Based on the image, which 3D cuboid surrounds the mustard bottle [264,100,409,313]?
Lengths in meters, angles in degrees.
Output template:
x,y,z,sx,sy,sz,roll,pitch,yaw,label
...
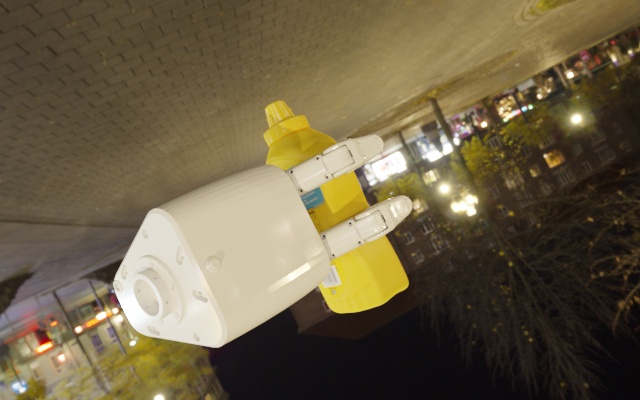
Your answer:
x,y,z,sx,sy,sz,roll,pitch,yaw,label
0.000,0.001,0.420,0.058,0.191,0.096,-26,-1,-28,mustard bottle
